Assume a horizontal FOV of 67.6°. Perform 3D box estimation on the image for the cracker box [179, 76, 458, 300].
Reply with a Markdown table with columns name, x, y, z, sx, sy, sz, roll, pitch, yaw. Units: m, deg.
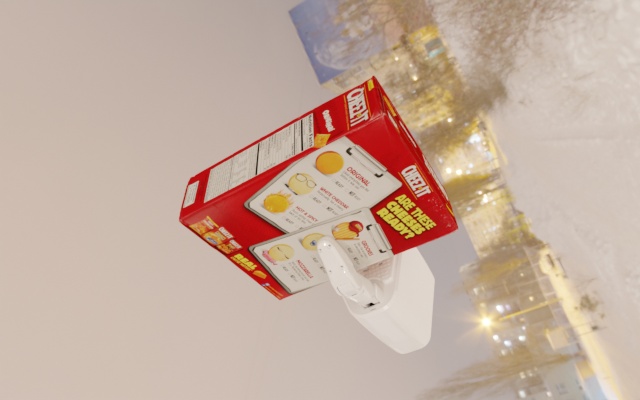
| name | x | y | z | sx | sy | sz | roll | pitch | yaw |
| --- | --- | --- | --- | --- | --- | --- | --- | --- | --- |
| cracker box | 0.000 | 0.002 | 0.470 | 0.214 | 0.072 | 0.164 | -26 | -49 | 20 |
